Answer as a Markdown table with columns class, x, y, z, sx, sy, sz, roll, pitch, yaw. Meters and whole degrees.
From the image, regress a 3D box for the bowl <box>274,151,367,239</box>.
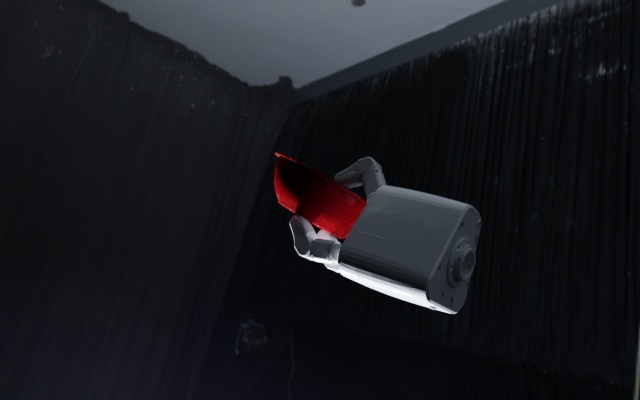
| class | x | y | z | sx | sy | sz | roll | pitch | yaw |
| --- | --- | --- | --- | --- | --- | --- | --- | --- | --- |
| bowl | -0.001 | 0.002 | 0.603 | 0.162 | 0.055 | 0.162 | 30 | -1 | 1 |
